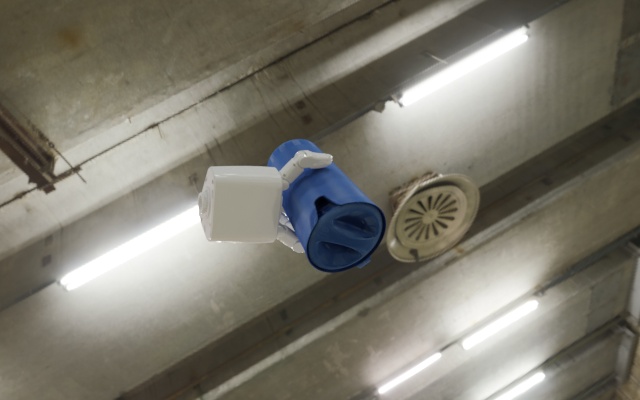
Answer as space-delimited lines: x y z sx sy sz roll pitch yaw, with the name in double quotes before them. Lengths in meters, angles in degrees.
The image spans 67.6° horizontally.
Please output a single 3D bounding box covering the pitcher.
"pitcher" 0.000 0.003 0.805 0.145 0.149 0.242 0 33 -27
